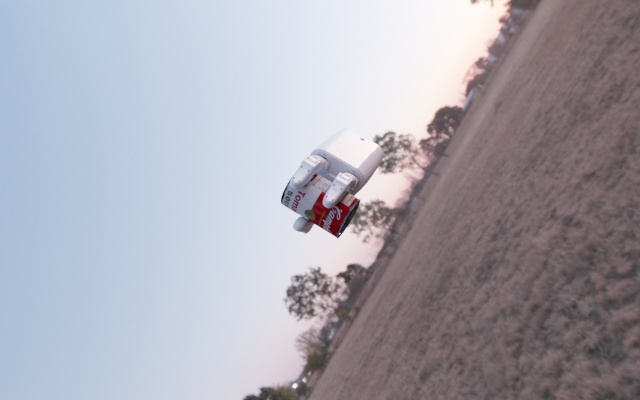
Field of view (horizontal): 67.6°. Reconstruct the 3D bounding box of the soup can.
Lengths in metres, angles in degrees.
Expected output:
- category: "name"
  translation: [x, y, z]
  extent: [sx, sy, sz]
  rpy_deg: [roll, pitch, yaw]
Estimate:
- category: "soup can"
  translation: [0.000, 0.003, 0.718]
  extent: [0.102, 0.068, 0.068]
  rpy_deg: [31, 6, 10]
